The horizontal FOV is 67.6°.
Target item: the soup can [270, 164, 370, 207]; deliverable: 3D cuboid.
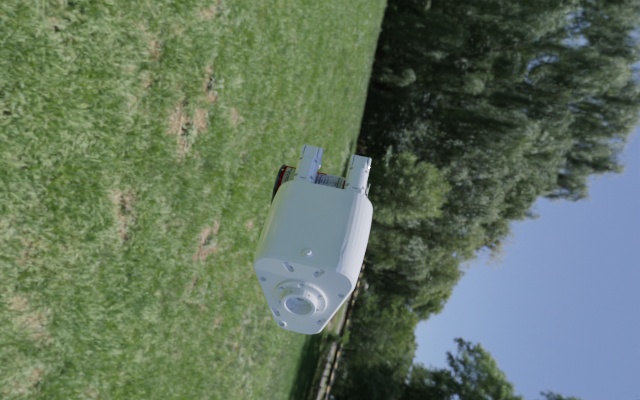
[{"bbox_3d":[0.000,0.002,0.544,0.102,0.068,0.068,12,1,5],"label":"soup can"}]
